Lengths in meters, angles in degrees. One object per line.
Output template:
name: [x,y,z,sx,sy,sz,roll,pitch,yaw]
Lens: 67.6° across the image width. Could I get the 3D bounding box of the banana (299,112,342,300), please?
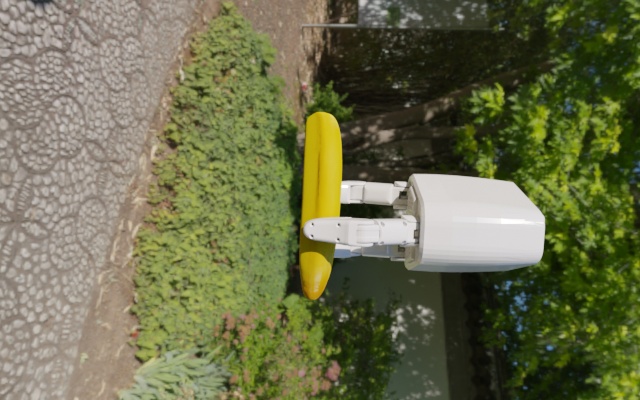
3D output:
banana: [0.001,-0.008,0.456,0.037,0.197,0.070,2,-20,-1]
